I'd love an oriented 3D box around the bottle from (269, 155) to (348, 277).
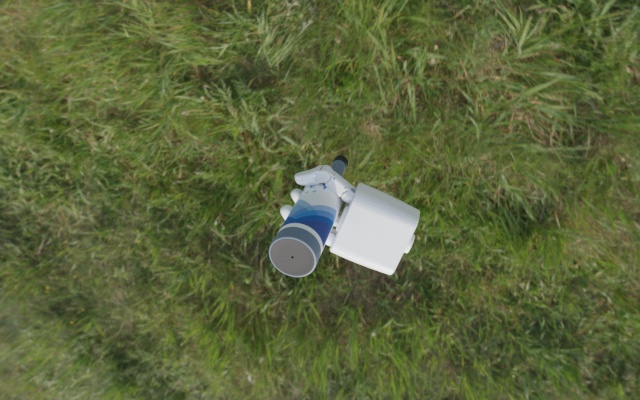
[{"bbox_3d":[0.000,0.003,0.754,0.069,0.069,0.295,0,30,17],"label":"bottle"}]
